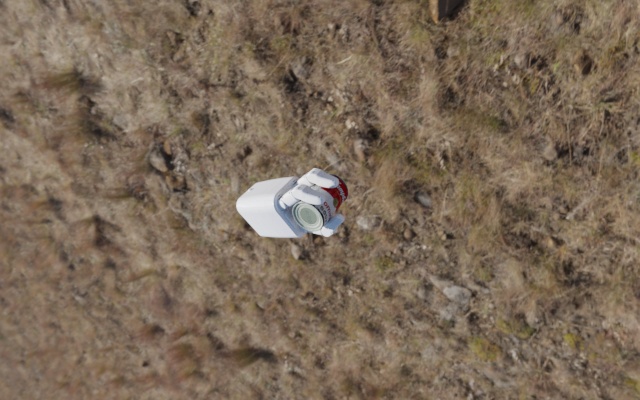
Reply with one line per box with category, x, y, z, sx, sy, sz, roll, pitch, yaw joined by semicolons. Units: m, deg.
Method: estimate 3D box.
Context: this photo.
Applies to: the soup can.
soup can;0.000;0.003;0.897;0.068;0.068;0.102;0;32;34
